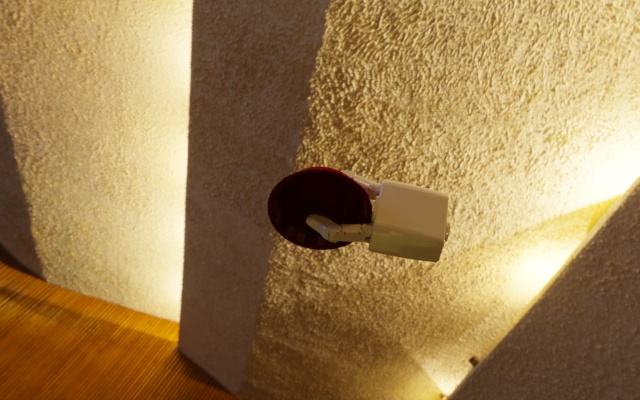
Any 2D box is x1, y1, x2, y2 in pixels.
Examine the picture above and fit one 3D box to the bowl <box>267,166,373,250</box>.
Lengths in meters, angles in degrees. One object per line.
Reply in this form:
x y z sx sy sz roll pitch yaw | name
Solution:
-0.001 0.002 0.749 0.162 0.162 0.055 0 39 4 | bowl
